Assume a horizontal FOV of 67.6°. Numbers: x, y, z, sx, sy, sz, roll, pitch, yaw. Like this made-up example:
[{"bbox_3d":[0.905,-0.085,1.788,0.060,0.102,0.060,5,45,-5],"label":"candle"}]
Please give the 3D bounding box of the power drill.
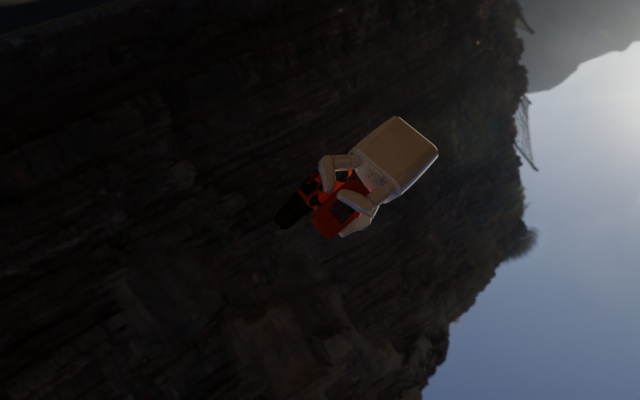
[{"bbox_3d":[0.000,0.003,0.855,0.057,0.184,0.187,46,-1,-22],"label":"power drill"}]
